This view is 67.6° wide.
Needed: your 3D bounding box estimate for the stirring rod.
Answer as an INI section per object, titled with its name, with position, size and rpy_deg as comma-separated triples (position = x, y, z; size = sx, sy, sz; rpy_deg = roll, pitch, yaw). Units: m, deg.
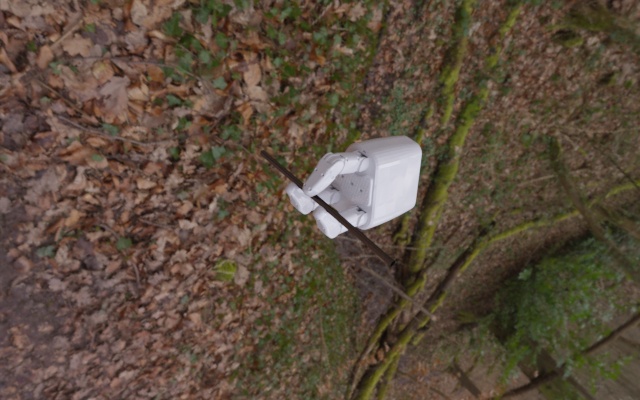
[stirring rod]
position = 0.000, 0.002, 0.578
size = 0.239, 0.011, 0.011
rpy_deg = 40, 24, 32
